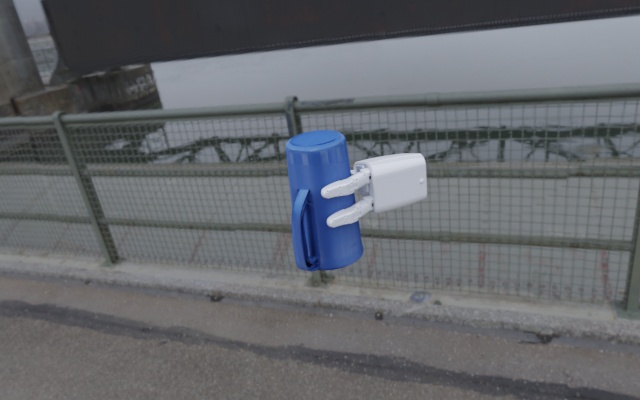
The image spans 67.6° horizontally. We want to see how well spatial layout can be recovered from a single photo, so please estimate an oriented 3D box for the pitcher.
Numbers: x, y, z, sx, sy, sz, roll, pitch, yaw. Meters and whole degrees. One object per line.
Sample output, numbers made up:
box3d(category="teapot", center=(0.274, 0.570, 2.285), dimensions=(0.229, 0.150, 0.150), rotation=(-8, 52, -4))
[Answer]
box3d(category="pitcher", center=(0.000, 0.003, 0.885), dimensions=(0.145, 0.243, 0.149), rotation=(-13, 24, -11))
